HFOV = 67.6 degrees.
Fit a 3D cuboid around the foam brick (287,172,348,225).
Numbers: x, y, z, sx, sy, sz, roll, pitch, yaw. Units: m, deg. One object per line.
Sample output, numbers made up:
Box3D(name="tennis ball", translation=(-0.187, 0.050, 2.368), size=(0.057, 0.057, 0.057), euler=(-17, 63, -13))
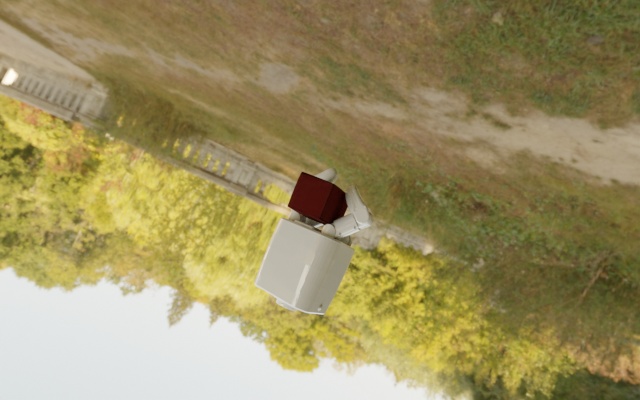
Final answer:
Box3D(name="foam brick", translation=(0.000, 0.002, 0.654), size=(0.053, 0.051, 0.078), euler=(22, -6, 26))
